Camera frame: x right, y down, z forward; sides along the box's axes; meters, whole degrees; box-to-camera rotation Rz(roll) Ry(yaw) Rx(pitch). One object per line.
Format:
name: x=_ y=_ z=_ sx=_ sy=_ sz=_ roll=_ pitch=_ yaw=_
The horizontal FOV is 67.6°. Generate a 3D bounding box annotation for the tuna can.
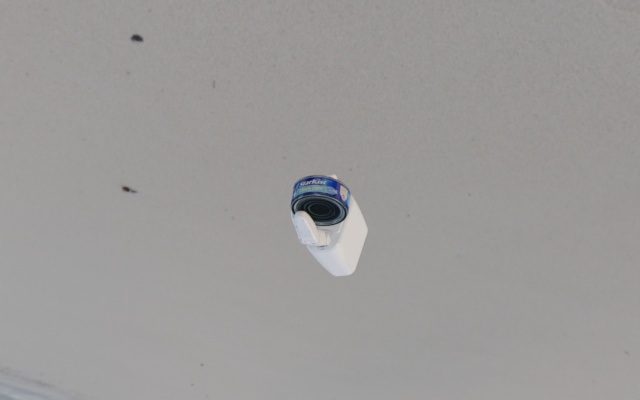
tuna can: x=0.000 y=0.003 z=0.693 sx=0.086 sy=0.033 sz=0.086 roll=6 pitch=-34 yaw=4
